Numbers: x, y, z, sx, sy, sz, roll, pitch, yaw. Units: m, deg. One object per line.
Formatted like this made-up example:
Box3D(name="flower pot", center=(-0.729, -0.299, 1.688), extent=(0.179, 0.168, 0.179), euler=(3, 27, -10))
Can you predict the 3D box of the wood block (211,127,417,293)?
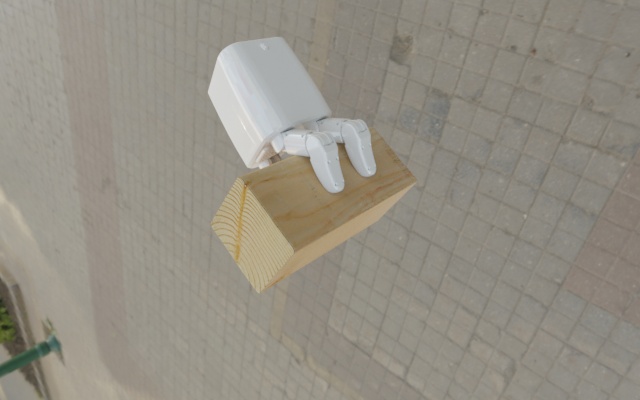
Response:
Box3D(name="wood block", center=(0.000, 0.002, 0.519), extent=(0.206, 0.090, 0.091), euler=(-26, -16, -43))
